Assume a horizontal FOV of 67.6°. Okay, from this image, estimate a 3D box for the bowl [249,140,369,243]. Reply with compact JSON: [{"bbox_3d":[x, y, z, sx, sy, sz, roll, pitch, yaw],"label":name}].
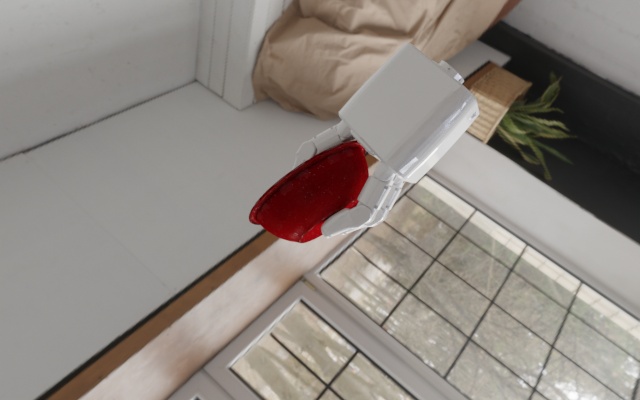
[{"bbox_3d":[-0.001,0.003,0.552,0.162,0.055,0.162,-32,-12,-8],"label":"bowl"}]
